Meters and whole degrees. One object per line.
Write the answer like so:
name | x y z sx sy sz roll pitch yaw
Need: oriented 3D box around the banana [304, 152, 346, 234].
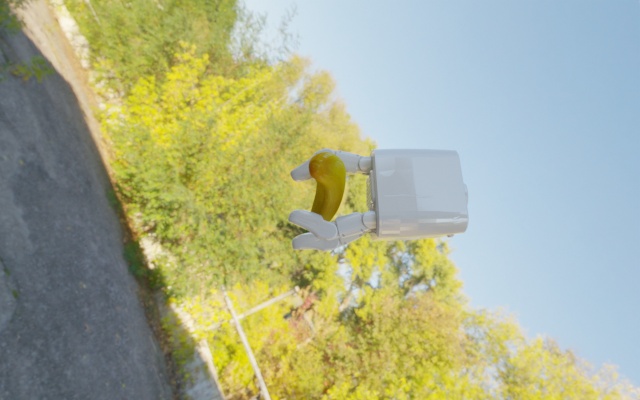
banana | 0.007 -0.012 0.576 0.037 0.069 0.198 21 -27 8
